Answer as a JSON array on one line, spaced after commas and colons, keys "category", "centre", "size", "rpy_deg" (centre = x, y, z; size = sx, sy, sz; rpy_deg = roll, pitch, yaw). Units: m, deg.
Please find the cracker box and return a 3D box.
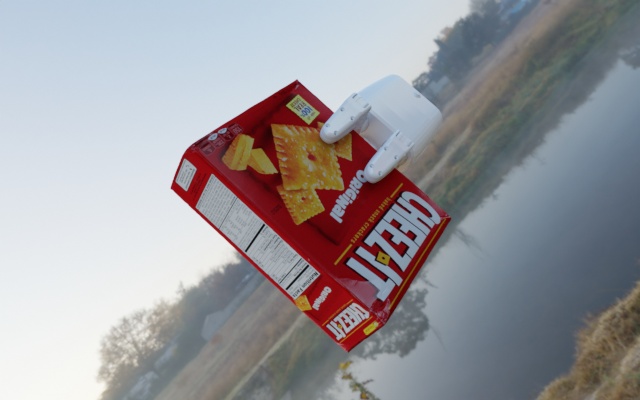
[{"category": "cracker box", "centre": [0.000, 0.001, 0.445], "size": [0.164, 0.213, 0.072], "rpy_deg": [-44, -6, -44]}]
